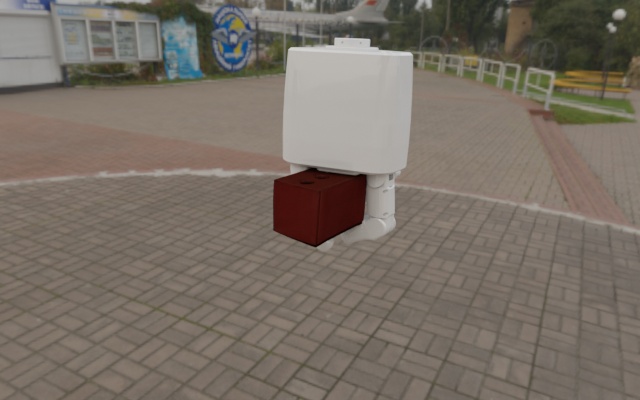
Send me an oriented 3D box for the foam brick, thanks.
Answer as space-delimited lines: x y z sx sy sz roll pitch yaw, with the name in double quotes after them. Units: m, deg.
0.000 0.002 0.441 0.053 0.051 0.078 16 24 33 "foam brick"
